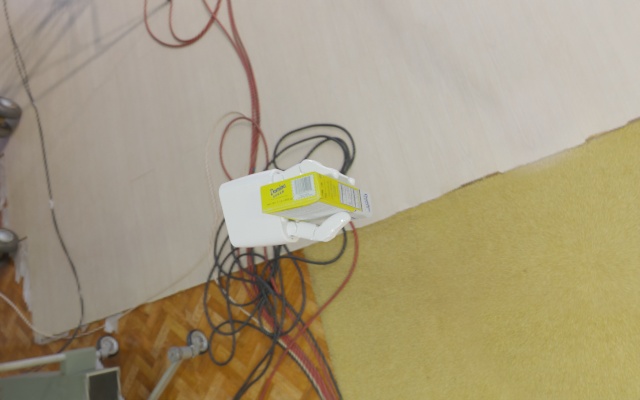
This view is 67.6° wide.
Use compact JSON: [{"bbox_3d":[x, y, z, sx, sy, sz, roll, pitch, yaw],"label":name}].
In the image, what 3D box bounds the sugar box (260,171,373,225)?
[{"bbox_3d":[0.000,0.002,0.708,0.093,0.048,0.176,-13,-13,27],"label":"sugar box"}]
